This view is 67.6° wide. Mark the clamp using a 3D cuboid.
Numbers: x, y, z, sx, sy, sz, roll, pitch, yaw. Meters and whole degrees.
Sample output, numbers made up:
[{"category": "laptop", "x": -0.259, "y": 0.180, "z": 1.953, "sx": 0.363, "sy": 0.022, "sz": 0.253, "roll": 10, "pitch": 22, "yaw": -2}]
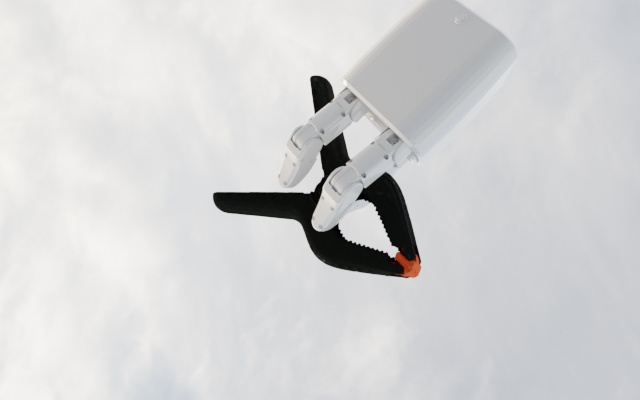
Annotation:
[{"category": "clamp", "x": 0.001, "y": 0.002, "z": 0.430, "sx": 0.210, "sy": 0.164, "sz": 0.036, "roll": 50, "pitch": 8, "yaw": 28}]
